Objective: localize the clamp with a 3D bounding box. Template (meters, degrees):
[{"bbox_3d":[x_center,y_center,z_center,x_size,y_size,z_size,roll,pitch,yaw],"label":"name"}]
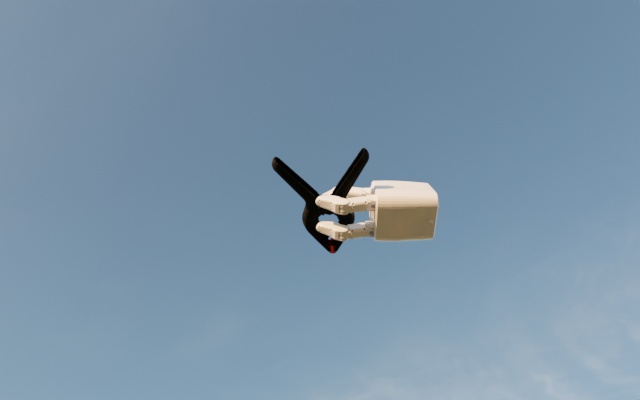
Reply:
[{"bbox_3d":[0.000,0.003,0.850,0.164,0.210,0.036,1,31,3],"label":"clamp"}]
